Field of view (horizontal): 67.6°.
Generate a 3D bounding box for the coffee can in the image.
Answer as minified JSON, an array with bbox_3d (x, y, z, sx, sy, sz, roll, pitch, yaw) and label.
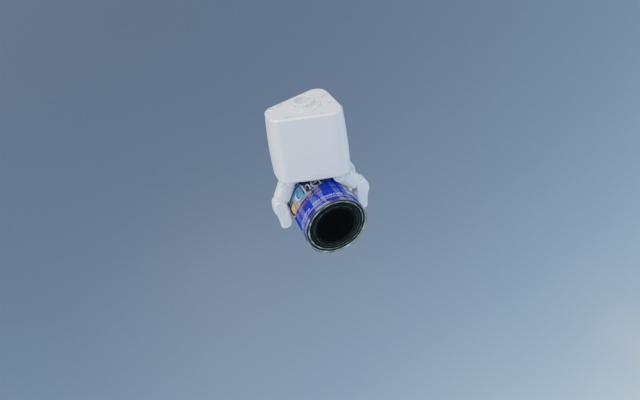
[{"bbox_3d":[0.000,0.003,0.780,0.103,0.103,0.140,0,33,-25],"label":"coffee can"}]
